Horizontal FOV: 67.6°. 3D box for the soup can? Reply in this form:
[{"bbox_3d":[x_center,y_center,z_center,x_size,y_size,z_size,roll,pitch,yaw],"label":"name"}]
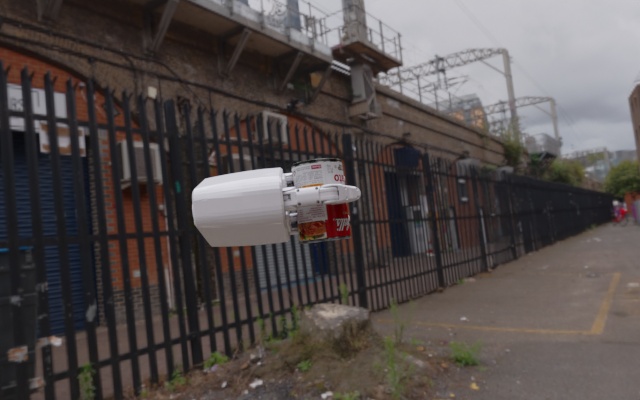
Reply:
[{"bbox_3d":[0.001,0.002,0.614,0.068,0.102,0.068,-6,-4,0],"label":"soup can"}]
